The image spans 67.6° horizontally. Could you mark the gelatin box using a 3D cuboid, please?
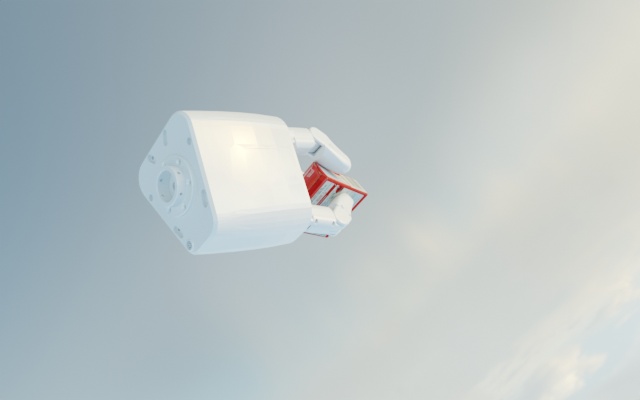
[{"bbox_3d":[0.001,0.002,0.525,0.089,0.073,0.030,18,28,-54],"label":"gelatin box"}]
